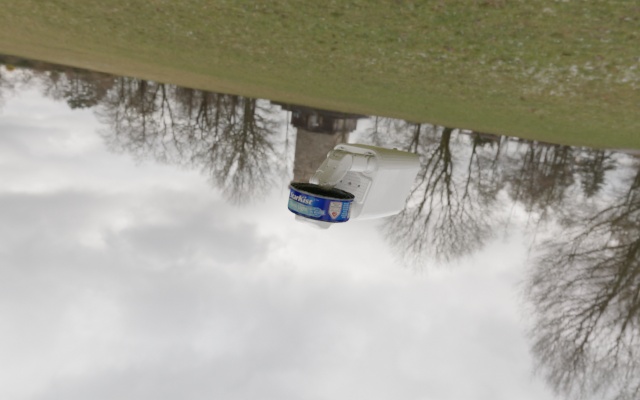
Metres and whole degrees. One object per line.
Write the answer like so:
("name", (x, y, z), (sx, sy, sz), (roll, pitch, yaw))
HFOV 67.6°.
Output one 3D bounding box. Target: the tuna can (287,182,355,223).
("tuna can", (0.000, 0.003, 0.627), (0.086, 0.034, 0.086), (11, 10, -2))
